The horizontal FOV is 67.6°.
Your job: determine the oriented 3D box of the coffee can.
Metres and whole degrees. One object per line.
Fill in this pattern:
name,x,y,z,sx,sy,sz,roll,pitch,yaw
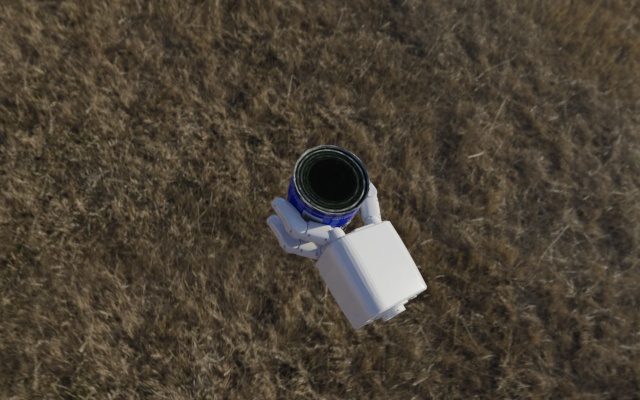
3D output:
coffee can,0.000,0.002,0.674,0.103,0.102,0.140,0,-26,-14
